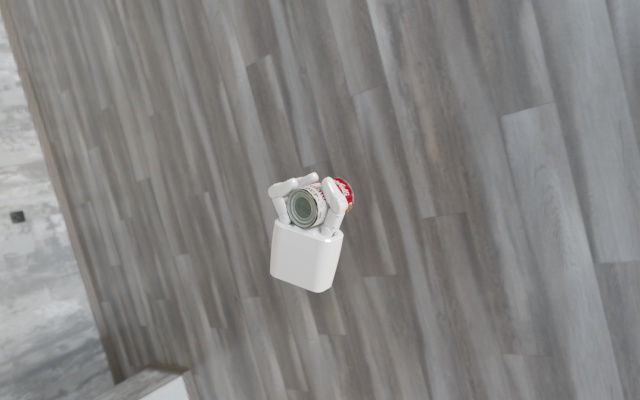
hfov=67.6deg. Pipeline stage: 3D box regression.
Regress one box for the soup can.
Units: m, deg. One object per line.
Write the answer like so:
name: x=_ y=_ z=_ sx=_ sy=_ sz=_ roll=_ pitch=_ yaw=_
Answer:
soup can: x=0.000 y=0.002 z=0.810 sx=0.068 sy=0.068 sz=0.102 roll=0 pitch=12 yaw=40
